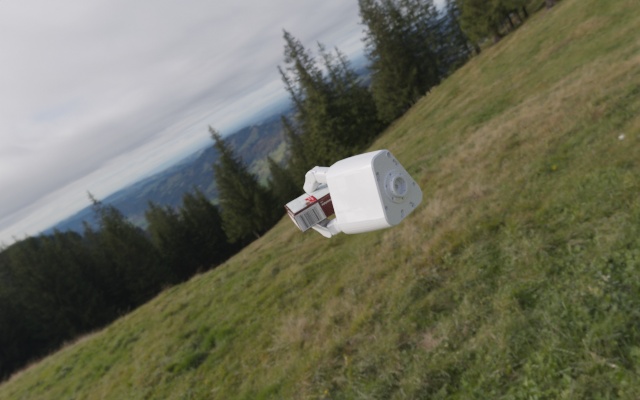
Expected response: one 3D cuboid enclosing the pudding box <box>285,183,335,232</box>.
[{"bbox_3d":[0.000,0.003,0.819,0.113,0.039,0.090,-30,14,-7],"label":"pudding box"}]
